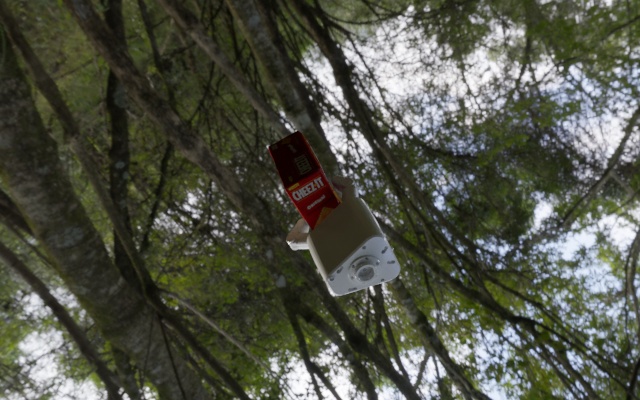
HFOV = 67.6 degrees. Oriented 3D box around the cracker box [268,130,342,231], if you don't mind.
[{"bbox_3d":[0.000,0.003,0.837,0.072,0.214,0.164,-30,33,1],"label":"cracker box"}]
